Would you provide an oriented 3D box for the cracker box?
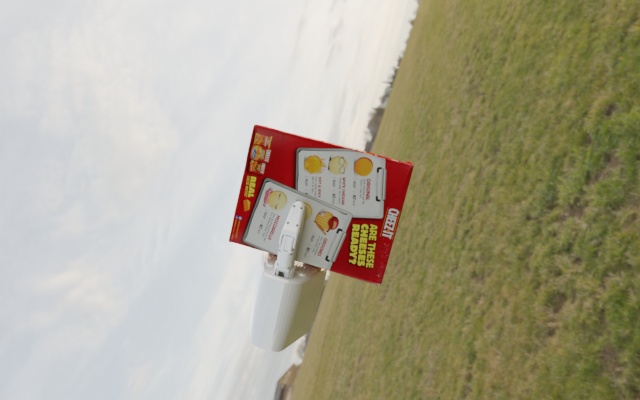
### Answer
[{"bbox_3d":[0.000,0.002,0.647,0.213,0.164,0.072,15,10,7],"label":"cracker box"}]
